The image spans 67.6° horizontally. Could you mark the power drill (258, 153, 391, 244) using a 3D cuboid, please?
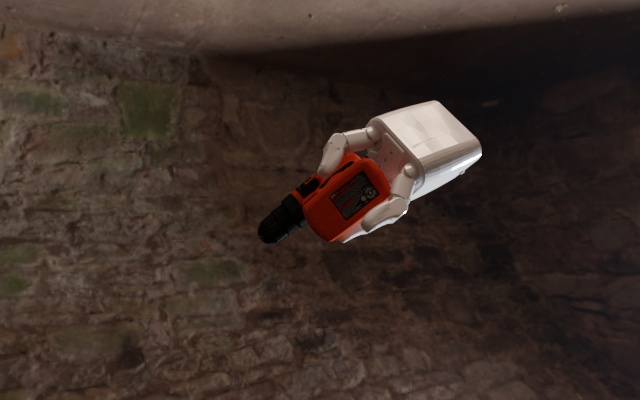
[{"bbox_3d":[0.000,0.002,0.621,0.184,0.057,0.187,-40,12,-7],"label":"power drill"}]
